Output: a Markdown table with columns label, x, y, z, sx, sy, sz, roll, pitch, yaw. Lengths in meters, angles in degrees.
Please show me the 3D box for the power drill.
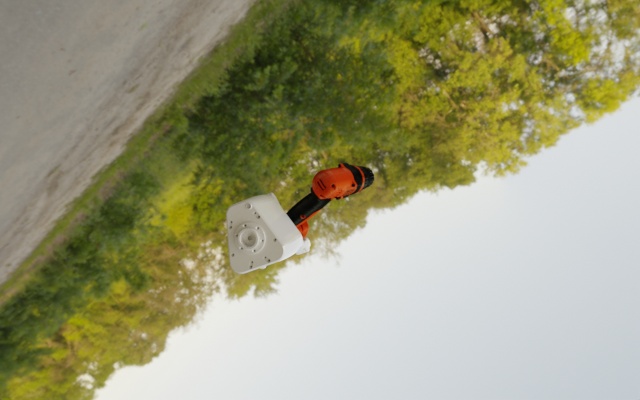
| label | x | y | z | sx | sy | sz | roll | pitch | yaw |
| --- | --- | --- | --- | --- | --- | --- | --- | --- | --- |
| power drill | 0.000 | 0.003 | 0.864 | 0.188 | 0.057 | 0.184 | -42 | -16 | 27 |
